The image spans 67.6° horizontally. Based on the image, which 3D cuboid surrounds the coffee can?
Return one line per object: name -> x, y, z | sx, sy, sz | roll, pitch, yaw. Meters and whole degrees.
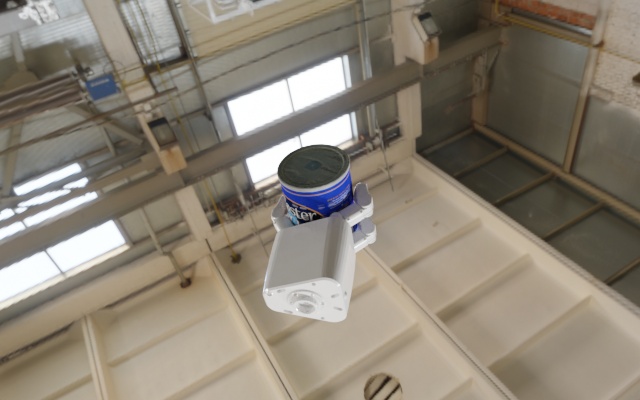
coffee can -> 0.000, 0.002, 0.708 | 0.103, 0.140, 0.102 | -7, 41, 6
